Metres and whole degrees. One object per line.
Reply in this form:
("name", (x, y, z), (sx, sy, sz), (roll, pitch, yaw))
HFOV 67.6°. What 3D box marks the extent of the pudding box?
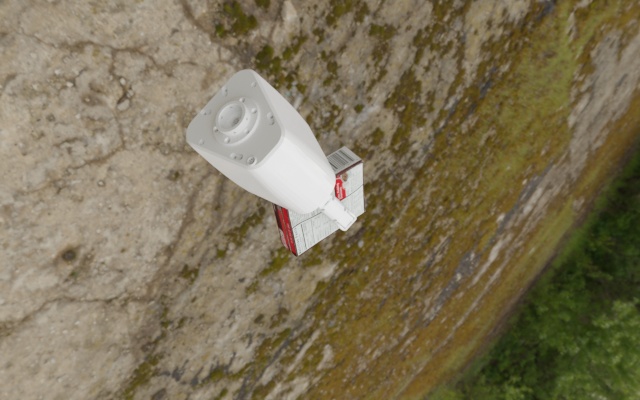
("pudding box", (0.000, 0.002, 0.561), (0.113, 0.090, 0.039), (-31, 50, -22))
